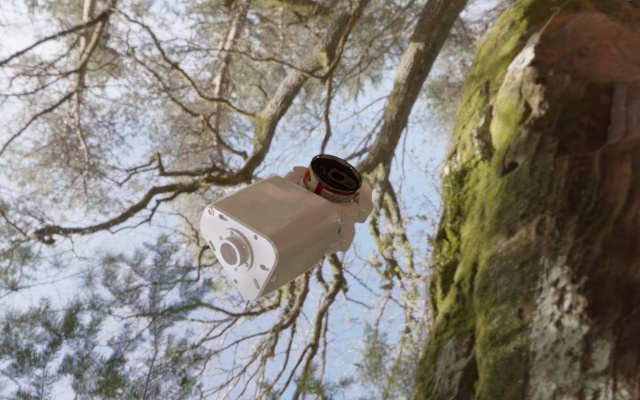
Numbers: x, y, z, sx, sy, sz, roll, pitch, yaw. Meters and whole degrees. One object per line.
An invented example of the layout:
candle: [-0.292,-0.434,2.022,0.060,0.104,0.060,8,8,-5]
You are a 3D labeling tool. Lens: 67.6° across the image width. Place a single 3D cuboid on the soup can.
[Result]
soup can: [0.000,0.002,0.602,0.068,0.102,0.068,18,38,-14]
